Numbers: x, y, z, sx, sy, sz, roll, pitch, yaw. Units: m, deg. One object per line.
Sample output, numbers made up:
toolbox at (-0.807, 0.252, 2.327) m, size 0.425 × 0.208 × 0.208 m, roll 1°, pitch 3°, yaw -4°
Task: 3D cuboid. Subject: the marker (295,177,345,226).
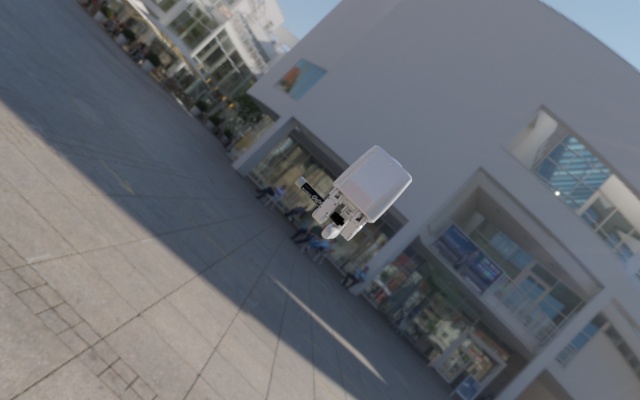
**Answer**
marker at (0.000, 0.003, 0.895) m, size 0.121 × 0.020 × 0.020 m, roll 45°, pitch 9°, yaw 9°
